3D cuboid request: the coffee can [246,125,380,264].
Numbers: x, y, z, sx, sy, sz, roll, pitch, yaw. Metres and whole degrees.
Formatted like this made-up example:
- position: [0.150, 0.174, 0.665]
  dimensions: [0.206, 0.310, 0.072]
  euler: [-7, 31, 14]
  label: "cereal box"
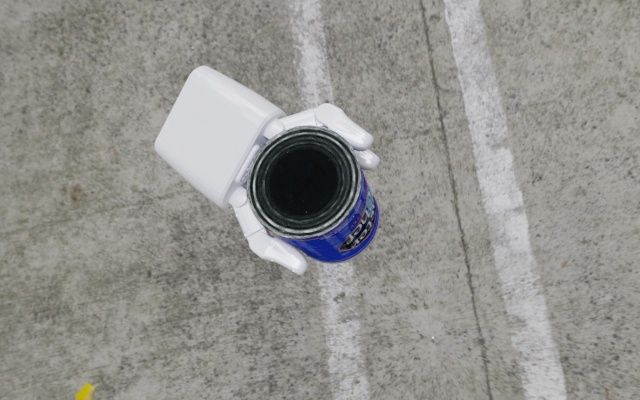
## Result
- position: [0.000, 0.002, 0.471]
  dimensions: [0.103, 0.102, 0.140]
  euler: [0, -16, 13]
  label: "coffee can"
